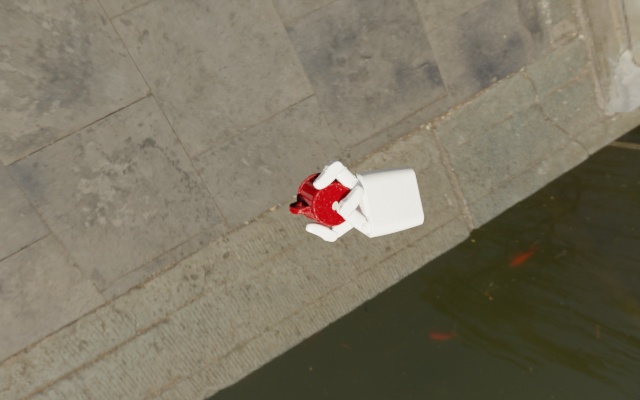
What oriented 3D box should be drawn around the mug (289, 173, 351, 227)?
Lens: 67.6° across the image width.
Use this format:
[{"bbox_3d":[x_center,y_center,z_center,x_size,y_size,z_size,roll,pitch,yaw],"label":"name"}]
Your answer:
[{"bbox_3d":[-0.001,0.003,0.874,0.117,0.093,0.081,-12,15,-16],"label":"mug"}]
